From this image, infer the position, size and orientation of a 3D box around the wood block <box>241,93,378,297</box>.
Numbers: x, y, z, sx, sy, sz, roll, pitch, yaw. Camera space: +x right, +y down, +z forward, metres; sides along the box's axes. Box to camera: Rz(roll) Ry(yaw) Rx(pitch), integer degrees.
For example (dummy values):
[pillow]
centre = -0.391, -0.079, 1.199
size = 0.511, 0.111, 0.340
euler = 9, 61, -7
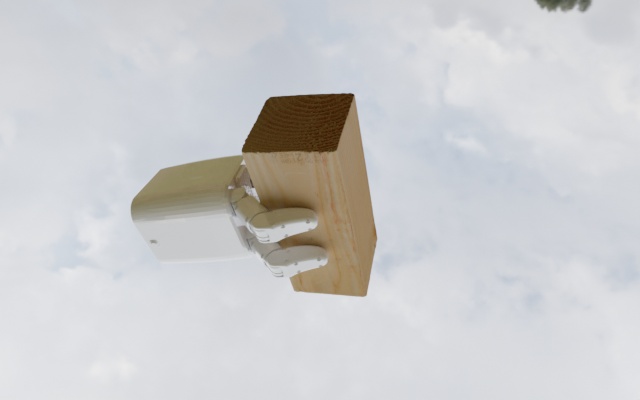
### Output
[wood block]
centre = 0.000, 0.002, 0.499
size = 0.090, 0.206, 0.090
euler = 1, 45, 16
